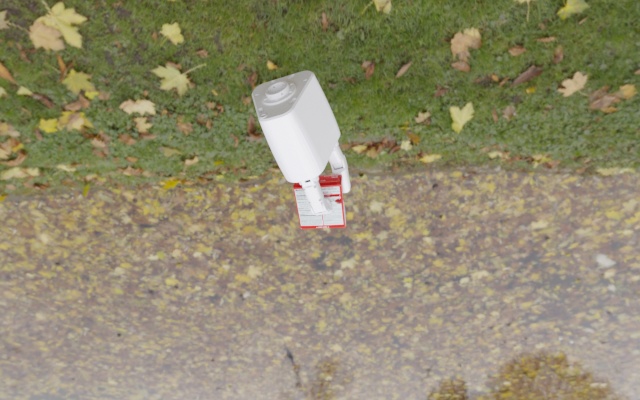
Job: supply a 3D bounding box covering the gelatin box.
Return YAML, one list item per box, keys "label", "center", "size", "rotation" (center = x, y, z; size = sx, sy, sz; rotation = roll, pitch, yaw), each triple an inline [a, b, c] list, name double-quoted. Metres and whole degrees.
- label: "gelatin box"
  center: [0.000, 0.003, 0.743]
  size: [0.073, 0.089, 0.030]
  rotation: [-3, 39, 7]
